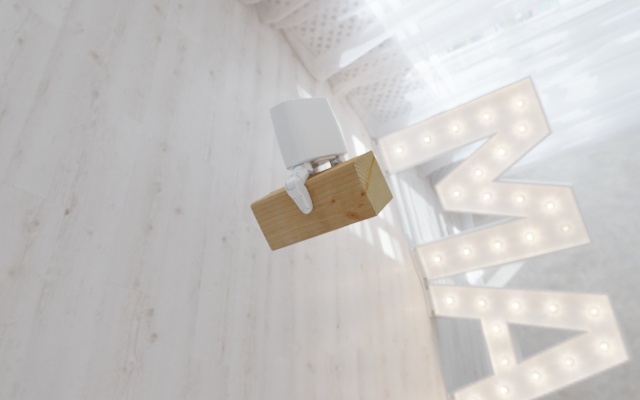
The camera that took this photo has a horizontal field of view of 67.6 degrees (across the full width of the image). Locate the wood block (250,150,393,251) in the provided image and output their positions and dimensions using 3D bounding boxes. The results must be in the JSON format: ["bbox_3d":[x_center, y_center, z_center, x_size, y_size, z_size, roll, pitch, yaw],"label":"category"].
[{"bbox_3d":[0.000,0.002,0.790,0.206,0.090,0.090,-21,8,30],"label":"wood block"}]
